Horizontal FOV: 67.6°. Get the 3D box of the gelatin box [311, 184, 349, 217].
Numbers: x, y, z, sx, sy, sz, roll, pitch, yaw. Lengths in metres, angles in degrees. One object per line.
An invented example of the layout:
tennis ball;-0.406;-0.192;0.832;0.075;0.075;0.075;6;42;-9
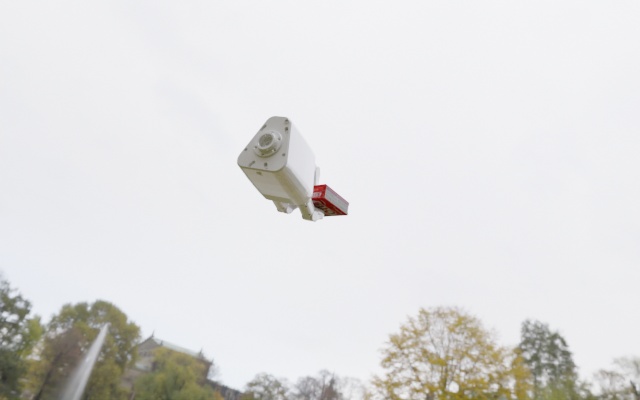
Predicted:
gelatin box;0.000;0.003;0.887;0.073;0.030;0.089;-5;-25;33
